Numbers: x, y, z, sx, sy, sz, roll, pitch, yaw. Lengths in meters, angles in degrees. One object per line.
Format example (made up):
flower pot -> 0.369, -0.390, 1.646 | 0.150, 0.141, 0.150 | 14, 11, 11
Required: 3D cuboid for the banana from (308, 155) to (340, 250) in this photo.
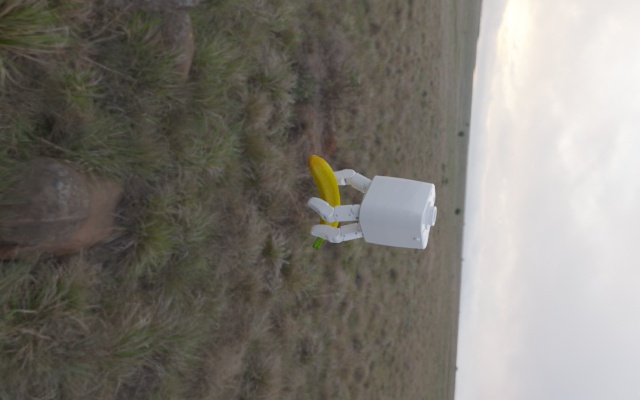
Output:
banana -> 0.009, -0.003, 0.872 | 0.037, 0.198, 0.069 | 12, 35, 25
